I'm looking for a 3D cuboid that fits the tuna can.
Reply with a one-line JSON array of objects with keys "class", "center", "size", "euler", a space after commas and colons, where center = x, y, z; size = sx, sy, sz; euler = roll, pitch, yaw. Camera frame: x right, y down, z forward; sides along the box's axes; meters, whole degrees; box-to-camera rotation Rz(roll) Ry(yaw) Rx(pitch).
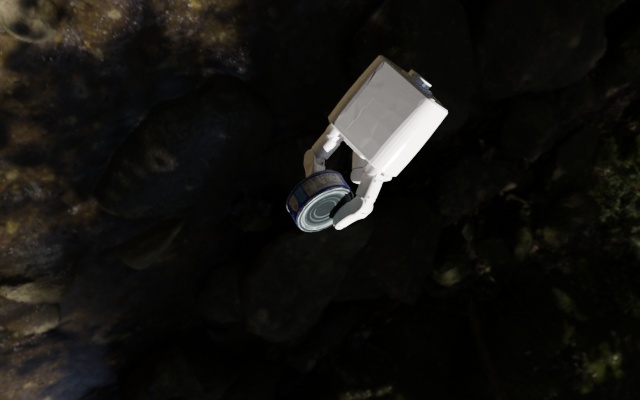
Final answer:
[{"class": "tuna can", "center": [0.000, 0.003, 0.629], "size": [0.086, 0.033, 0.086], "euler": [-23, -33, -16]}]
